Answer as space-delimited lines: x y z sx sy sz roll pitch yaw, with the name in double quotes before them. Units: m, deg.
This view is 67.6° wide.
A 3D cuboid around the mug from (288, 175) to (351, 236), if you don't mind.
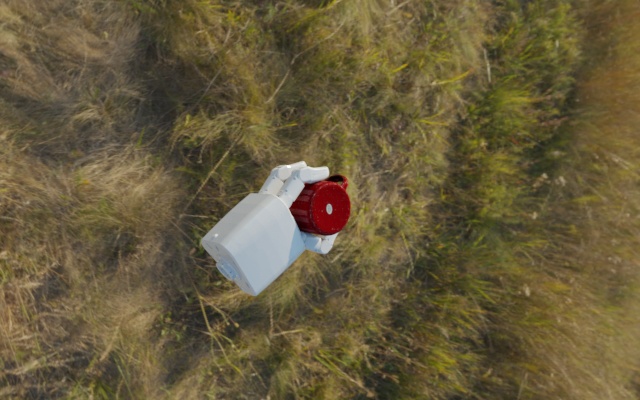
"mug" 0.001 0.002 0.741 0.117 0.093 0.081 -45 28 -25
